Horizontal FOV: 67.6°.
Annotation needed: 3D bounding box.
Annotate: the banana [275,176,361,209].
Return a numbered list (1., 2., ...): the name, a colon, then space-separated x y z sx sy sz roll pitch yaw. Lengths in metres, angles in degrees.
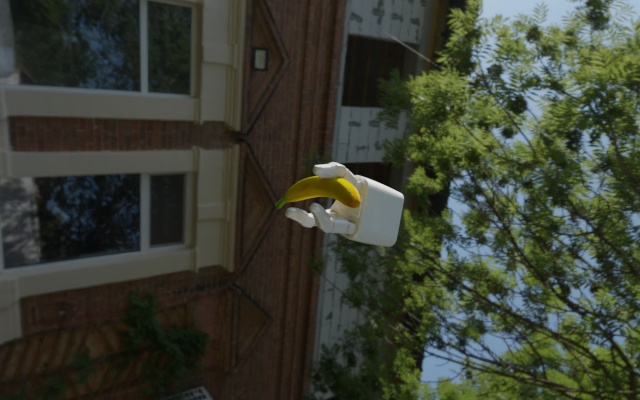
1. banana: 0.004 -0.013 0.831 0.198 0.069 0.037 -4 -33 46
